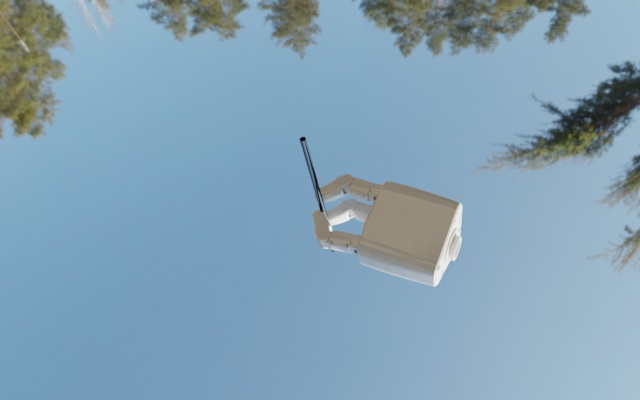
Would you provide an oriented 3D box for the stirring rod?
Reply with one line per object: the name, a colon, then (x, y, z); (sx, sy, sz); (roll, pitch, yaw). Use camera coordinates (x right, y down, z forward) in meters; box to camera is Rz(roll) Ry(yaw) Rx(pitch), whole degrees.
stirring rod: (0.000, 0.002, 0.665); (0.011, 0.011, 0.240); (0, -39, 13)
